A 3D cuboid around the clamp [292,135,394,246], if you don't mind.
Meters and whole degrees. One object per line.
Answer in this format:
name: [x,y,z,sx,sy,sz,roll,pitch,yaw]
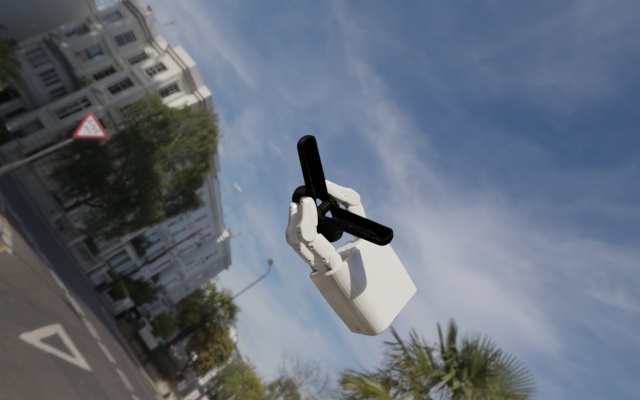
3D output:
clamp: [0.001,0.002,0.652,0.036,0.164,0.210,-38,5,-23]
